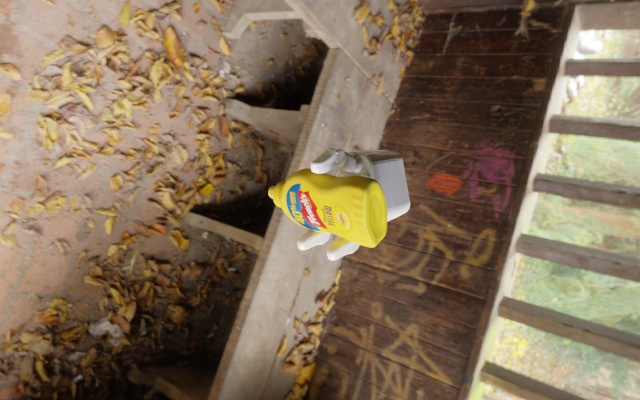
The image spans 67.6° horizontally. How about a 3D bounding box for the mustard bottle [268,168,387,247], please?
[{"bbox_3d":[0.000,0.002,0.685,0.191,0.096,0.058,13,41,37],"label":"mustard bottle"}]
